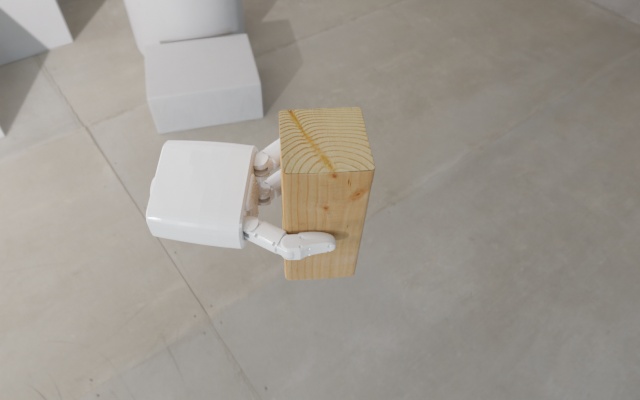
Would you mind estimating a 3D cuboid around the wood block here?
[{"bbox_3d":[0.000,0.002,0.553,0.090,0.090,0.206,-3,-37,-5],"label":"wood block"}]
